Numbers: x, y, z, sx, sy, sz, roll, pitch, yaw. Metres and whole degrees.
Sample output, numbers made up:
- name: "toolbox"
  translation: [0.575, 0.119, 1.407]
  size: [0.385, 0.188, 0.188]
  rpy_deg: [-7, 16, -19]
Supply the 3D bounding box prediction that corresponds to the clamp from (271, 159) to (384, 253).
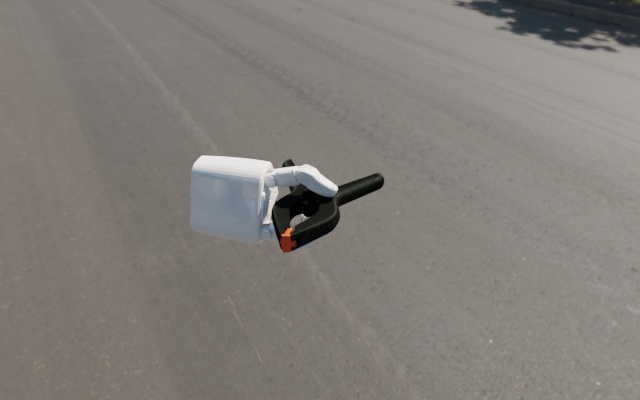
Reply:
- name: "clamp"
  translation: [0.000, 0.002, 0.675]
  size: [0.164, 0.036, 0.209]
  rpy_deg: [5, 33, 11]
